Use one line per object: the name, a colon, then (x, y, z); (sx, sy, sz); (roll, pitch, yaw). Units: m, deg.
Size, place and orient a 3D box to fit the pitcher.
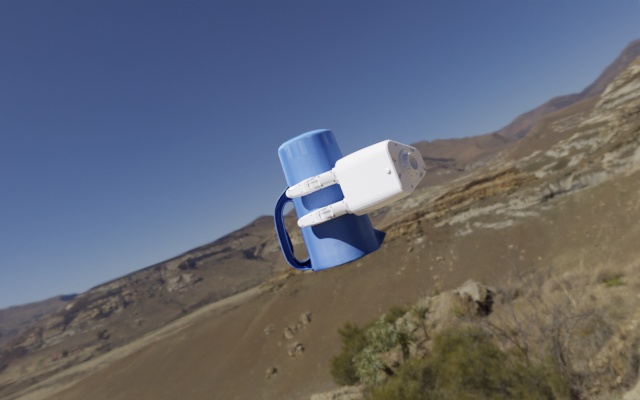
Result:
pitcher: (0.000, 0.003, 0.873); (0.145, 0.243, 0.149); (-23, -4, 40)
